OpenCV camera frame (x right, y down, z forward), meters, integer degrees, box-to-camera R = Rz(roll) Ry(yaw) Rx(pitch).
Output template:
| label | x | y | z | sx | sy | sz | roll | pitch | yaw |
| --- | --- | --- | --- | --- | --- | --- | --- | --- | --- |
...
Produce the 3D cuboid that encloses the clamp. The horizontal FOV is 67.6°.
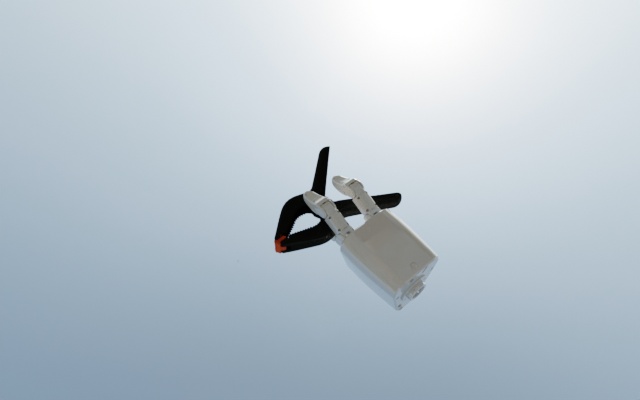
| label | x | y | z | sx | sy | sz | roll | pitch | yaw |
| --- | --- | --- | --- | --- | --- | --- | --- | --- | --- |
| clamp | 0.000 | 0.003 | 0.748 | 0.210 | 0.036 | 0.164 | -34 | 60 | -24 |
